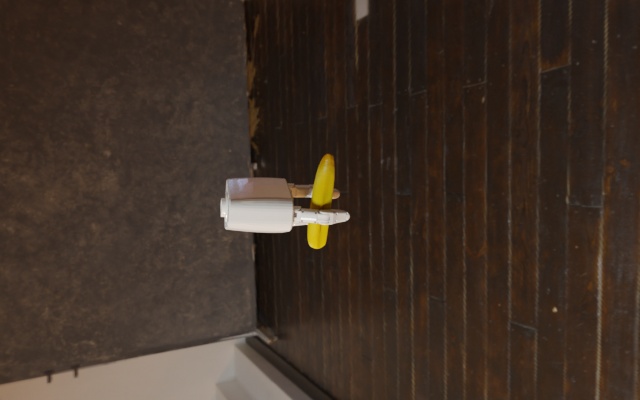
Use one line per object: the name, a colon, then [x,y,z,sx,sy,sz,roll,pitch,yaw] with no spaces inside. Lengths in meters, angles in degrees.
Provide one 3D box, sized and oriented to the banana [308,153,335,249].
banana: [-0.001,0.016,0.842,0.037,0.198,0.069,6,34,-2]
